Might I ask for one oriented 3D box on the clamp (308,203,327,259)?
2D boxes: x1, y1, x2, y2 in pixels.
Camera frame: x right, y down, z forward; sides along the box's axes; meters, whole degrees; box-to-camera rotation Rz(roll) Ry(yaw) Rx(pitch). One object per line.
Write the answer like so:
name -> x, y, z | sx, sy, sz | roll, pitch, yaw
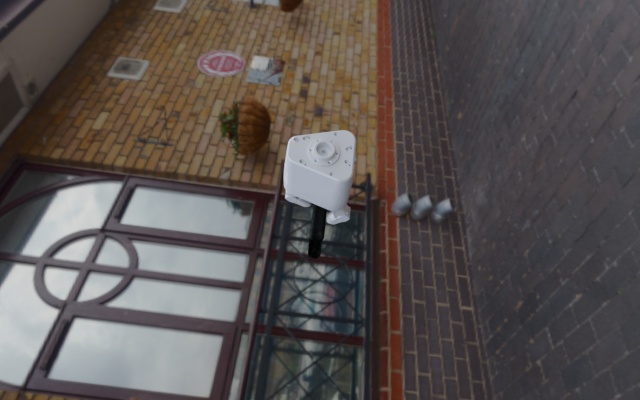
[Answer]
clamp -> -0.001, 0.002, 0.894 | 0.036, 0.210, 0.165 | 7, -25, -1
